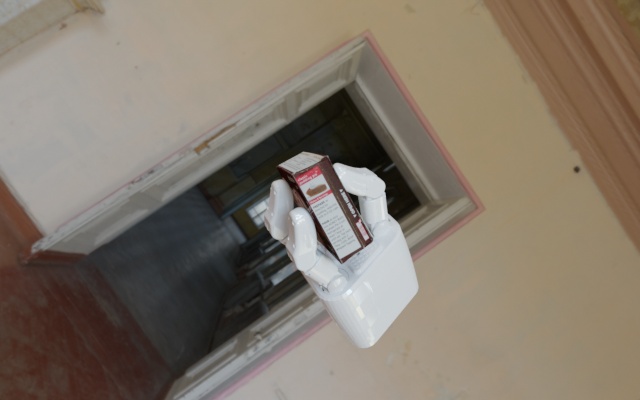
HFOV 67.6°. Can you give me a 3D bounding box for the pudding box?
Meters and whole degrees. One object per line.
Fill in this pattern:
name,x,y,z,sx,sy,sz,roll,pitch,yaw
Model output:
pudding box,0.000,0.001,0.449,0.039,0.090,0.113,-32,12,-8
